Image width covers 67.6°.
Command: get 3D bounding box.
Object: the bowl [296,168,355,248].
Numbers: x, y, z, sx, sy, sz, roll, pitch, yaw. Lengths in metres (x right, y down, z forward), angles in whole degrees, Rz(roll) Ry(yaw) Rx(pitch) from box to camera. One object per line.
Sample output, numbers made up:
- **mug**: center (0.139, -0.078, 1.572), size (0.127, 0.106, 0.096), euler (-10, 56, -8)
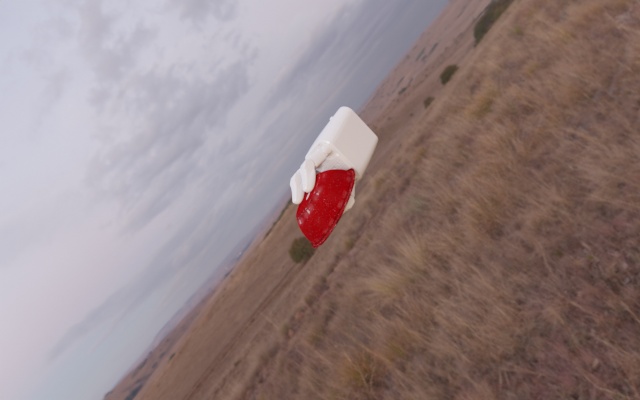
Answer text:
- **bowl**: center (-0.001, 0.004, 0.865), size (0.055, 0.162, 0.162), euler (26, -6, -12)
